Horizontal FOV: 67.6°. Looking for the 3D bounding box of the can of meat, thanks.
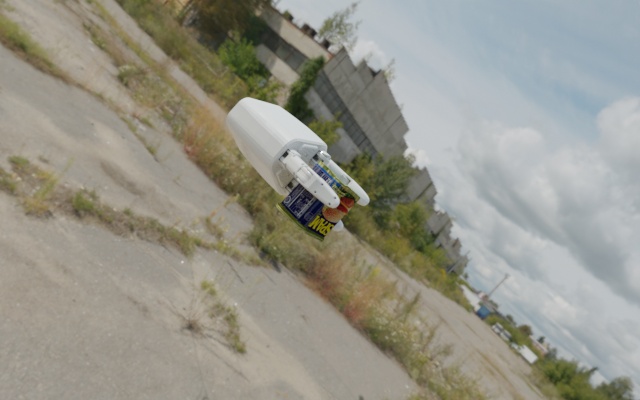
[{"bbox_3d":[0.000,0.002,0.653,0.057,0.084,0.102,44,4,25],"label":"can of meat"}]
